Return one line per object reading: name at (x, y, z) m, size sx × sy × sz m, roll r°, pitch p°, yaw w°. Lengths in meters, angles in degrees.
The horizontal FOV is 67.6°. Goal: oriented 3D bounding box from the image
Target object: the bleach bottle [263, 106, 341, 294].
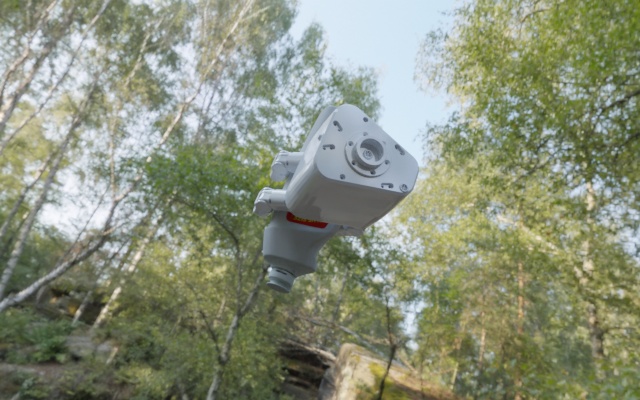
bleach bottle at (0.000, 0.002, 0.614) m, size 0.102 × 0.250 × 0.068 m, roll 26°, pitch -25°, yaw -9°
